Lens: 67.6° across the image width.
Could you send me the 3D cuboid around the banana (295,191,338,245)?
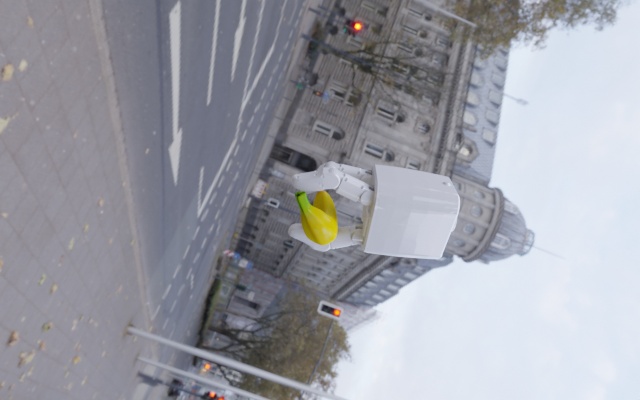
[{"bbox_3d":[0.002,0.021,0.613,0.037,0.069,0.198,-7,0,5],"label":"banana"}]
